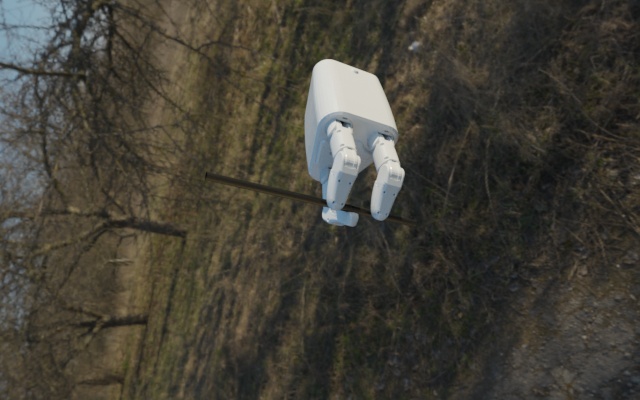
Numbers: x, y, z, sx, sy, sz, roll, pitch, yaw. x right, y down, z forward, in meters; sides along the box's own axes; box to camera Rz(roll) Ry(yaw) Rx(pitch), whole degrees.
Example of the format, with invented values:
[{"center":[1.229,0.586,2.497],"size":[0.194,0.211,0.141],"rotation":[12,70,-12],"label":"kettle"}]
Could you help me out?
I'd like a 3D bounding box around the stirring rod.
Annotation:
[{"center":[0.000,0.002,0.495],"size":[0.239,0.011,0.011],"rotation":[13,-5,-24],"label":"stirring rod"}]
